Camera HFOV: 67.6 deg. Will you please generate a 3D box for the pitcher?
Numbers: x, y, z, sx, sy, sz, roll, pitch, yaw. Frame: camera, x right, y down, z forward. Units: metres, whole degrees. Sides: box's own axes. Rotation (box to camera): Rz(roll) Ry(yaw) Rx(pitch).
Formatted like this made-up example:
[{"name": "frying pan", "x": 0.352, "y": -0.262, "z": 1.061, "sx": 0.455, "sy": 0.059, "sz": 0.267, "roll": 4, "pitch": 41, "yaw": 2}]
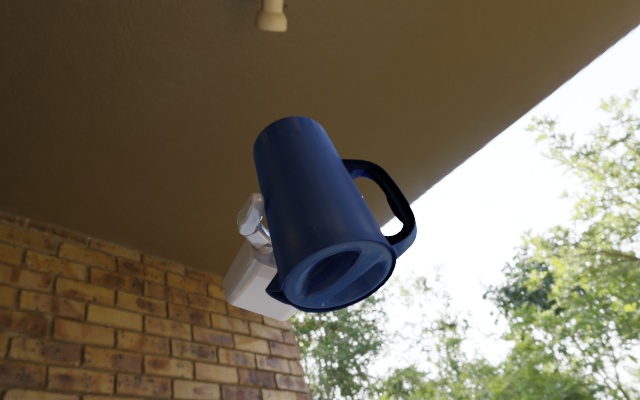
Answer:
[{"name": "pitcher", "x": 0.000, "y": 0.002, "z": 0.596, "sx": 0.149, "sy": 0.242, "sz": 0.145, "roll": 9, "pitch": -49, "yaw": -31}]
